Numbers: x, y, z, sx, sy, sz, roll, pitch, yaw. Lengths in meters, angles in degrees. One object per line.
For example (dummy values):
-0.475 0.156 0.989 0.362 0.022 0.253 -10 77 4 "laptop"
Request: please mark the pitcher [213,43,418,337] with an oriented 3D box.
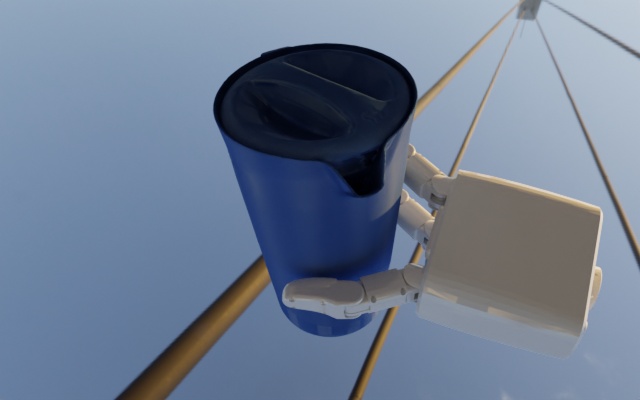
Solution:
0.000 0.001 0.400 0.145 0.243 0.149 14 49 17 "pitcher"
